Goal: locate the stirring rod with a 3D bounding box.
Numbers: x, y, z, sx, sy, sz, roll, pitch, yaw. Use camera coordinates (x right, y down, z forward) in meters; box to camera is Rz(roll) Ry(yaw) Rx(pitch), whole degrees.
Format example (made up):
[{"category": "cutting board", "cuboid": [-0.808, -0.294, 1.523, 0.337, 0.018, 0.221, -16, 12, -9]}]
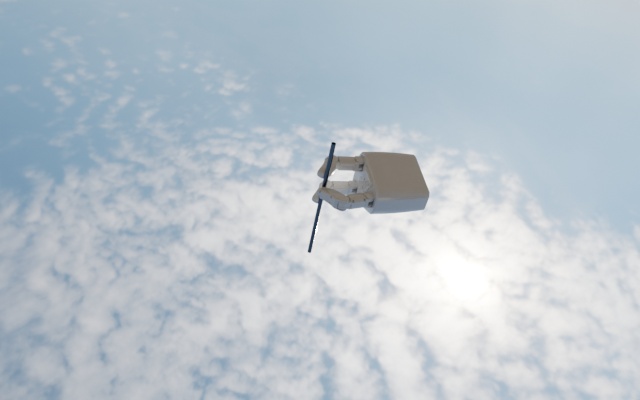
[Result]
[{"category": "stirring rod", "cuboid": [0.000, 0.003, 0.839, 0.011, 0.240, 0.011, 8, 37, -6]}]
